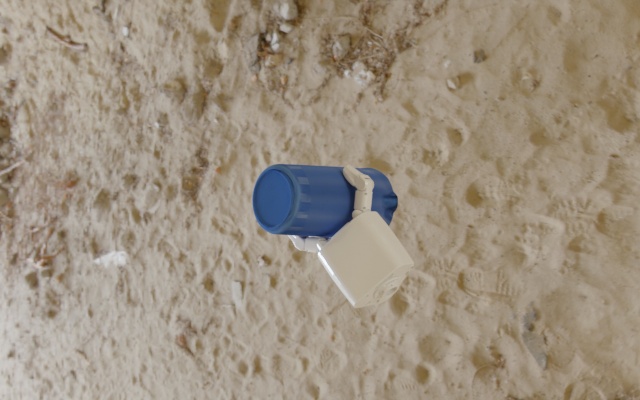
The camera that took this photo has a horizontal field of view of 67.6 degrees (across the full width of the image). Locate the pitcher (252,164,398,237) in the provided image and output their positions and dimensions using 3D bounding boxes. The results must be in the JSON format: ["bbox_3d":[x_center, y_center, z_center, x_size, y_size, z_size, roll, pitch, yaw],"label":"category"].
[{"bbox_3d":[0.000,0.003,0.814,0.243,0.149,0.145,3,42,-47],"label":"pitcher"}]
